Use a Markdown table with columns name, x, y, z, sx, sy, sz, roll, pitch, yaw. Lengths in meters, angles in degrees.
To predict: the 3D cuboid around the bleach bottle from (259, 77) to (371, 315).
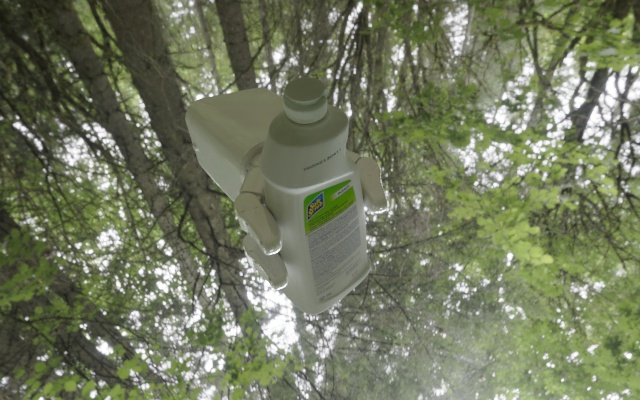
| name | x | y | z | sx | sy | sz | roll | pitch | yaw |
| --- | --- | --- | --- | --- | --- | --- | --- | --- | --- |
| bleach bottle | 0.000 | 0.002 | 0.426 | 0.102 | 0.251 | 0.068 | -37 | 56 | -26 |
